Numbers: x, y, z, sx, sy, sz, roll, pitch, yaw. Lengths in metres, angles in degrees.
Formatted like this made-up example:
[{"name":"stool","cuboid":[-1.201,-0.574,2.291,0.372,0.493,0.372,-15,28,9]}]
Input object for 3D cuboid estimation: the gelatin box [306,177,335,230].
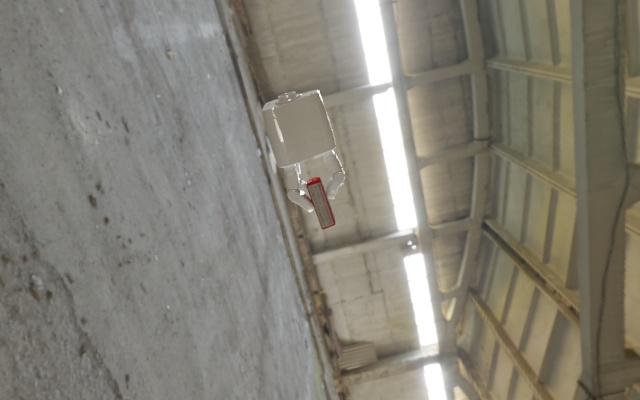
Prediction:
[{"name":"gelatin box","cuboid":[0.001,0.003,0.886,0.030,0.089,0.073,-19,8,2]}]
